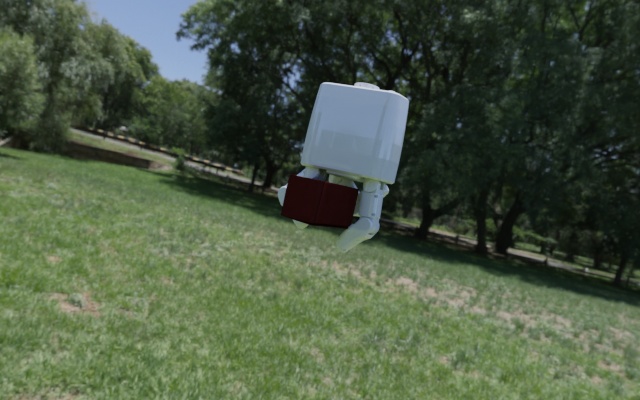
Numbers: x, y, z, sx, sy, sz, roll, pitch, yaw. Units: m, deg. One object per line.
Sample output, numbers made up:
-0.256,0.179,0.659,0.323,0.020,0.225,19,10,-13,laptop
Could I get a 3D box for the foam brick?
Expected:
0.000,0.002,0.569,0.053,0.051,0.078,15,3,35,foam brick
